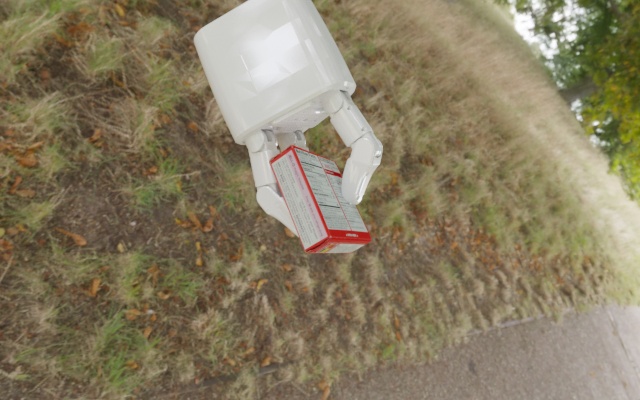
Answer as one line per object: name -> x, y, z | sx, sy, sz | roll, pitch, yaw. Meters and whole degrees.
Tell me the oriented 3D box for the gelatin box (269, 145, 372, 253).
gelatin box -> 0.001, 0.001, 0.412 | 0.030, 0.089, 0.073 | -33, -21, 24
